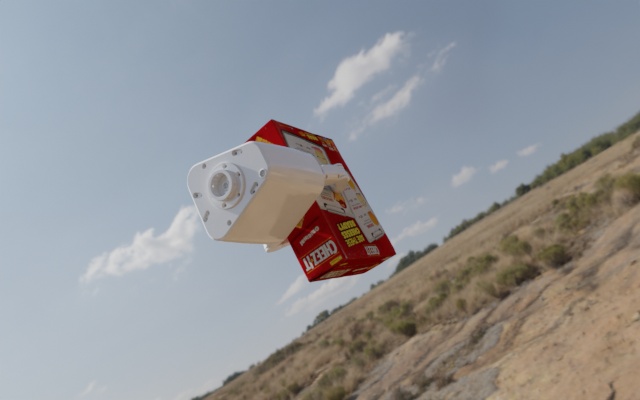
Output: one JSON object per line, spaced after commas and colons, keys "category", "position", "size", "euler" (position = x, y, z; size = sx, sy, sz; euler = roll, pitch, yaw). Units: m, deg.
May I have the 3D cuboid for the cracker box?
{"category": "cracker box", "position": [0.000, 0.002, 0.672], "size": [0.072, 0.213, 0.164], "euler": [-36, -20, 24]}
